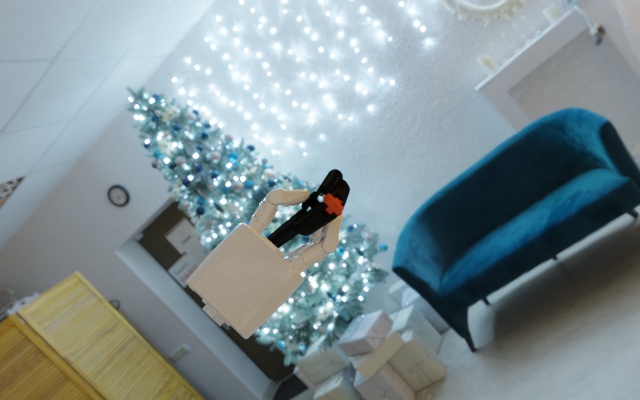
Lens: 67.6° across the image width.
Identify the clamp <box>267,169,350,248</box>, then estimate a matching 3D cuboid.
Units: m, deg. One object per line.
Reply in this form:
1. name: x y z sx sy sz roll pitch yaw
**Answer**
1. clamp: 0.000 0.002 0.675 0.036 0.164 0.210 43 -17 -8
